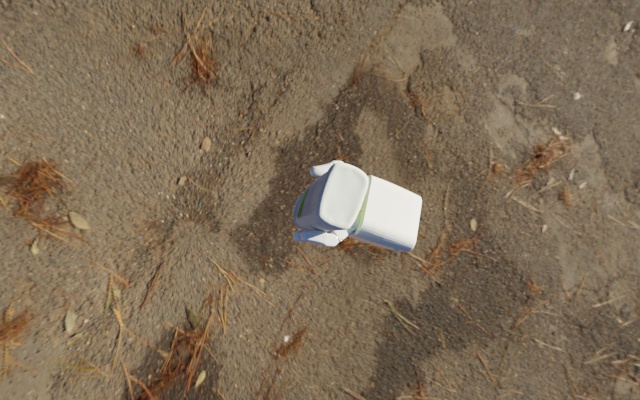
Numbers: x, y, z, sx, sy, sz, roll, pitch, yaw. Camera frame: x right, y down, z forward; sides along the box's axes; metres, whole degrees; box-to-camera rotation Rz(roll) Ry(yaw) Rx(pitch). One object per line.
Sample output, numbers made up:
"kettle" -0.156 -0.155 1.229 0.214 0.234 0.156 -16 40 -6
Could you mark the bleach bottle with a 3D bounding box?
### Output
"bleach bottle" 0.000 0.003 0.828 0.068 0.102 0.251 22 -9 -13
